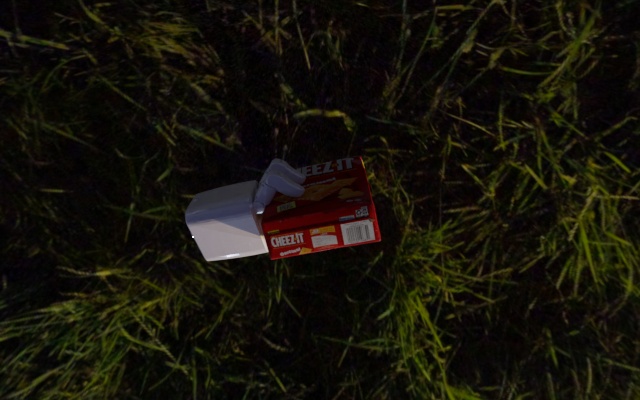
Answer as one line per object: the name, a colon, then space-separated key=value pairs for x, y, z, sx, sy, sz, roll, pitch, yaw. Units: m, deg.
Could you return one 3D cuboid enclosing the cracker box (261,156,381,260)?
cracker box: x=0.000 y=0.003 z=0.767 sx=0.164 sy=0.072 sz=0.213 roll=-11 pitch=23 yaw=4
